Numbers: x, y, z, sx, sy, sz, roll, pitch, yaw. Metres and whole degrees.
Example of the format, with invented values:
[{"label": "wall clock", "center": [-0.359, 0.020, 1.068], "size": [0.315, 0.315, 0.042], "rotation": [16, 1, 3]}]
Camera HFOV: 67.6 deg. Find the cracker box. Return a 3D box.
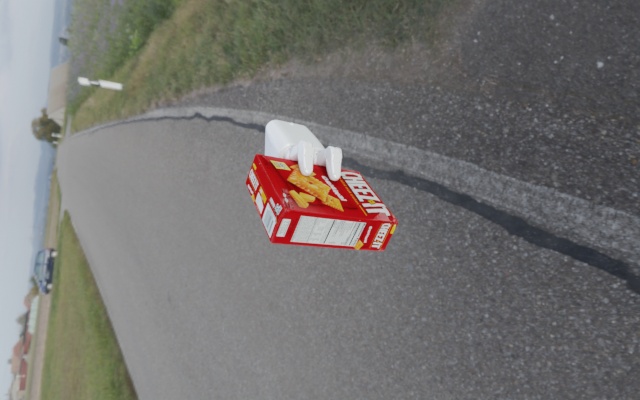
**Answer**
[{"label": "cracker box", "center": [0.000, 0.003, 0.801], "size": [0.214, 0.072, 0.164], "rotation": [7, 32, -29]}]
